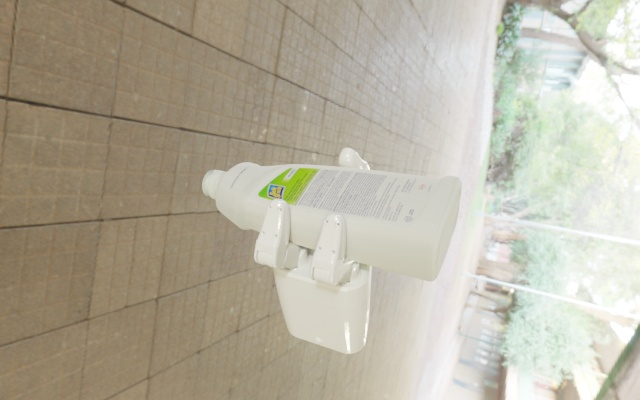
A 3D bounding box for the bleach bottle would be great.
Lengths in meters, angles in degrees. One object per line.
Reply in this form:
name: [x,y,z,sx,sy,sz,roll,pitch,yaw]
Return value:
bleach bottle: [0.000,0.002,0.467,0.251,0.068,0.102,13,40,22]
